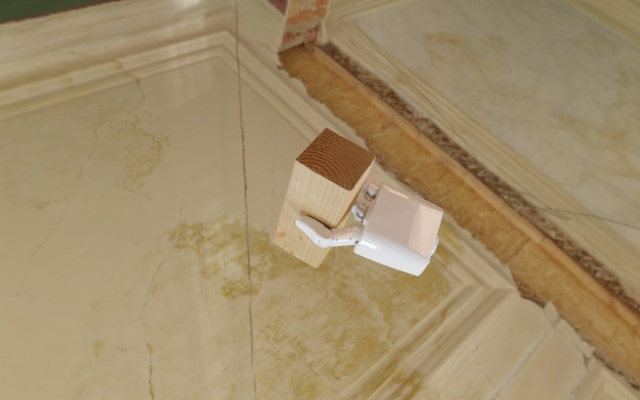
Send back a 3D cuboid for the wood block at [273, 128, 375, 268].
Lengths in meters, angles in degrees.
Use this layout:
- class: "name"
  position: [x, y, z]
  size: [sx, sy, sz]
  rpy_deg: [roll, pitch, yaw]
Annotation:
- class: "wood block"
  position: [0.000, 0.003, 0.747]
  size: [0.090, 0.206, 0.090]
  rpy_deg: [31, 50, 9]
